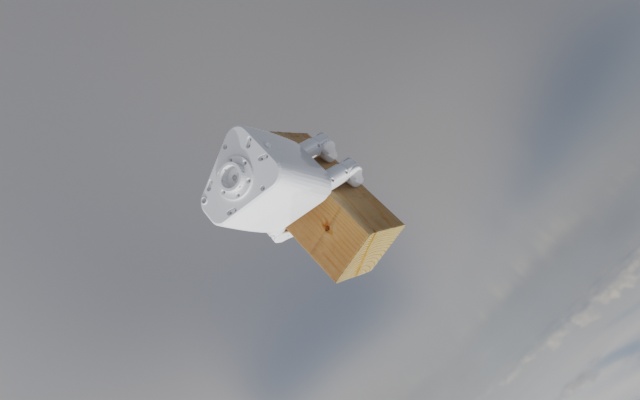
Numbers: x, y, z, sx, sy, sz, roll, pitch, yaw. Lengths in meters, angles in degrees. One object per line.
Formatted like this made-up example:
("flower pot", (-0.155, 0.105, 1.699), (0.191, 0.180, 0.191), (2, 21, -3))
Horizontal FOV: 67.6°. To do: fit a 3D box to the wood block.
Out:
("wood block", (0.000, 0.003, 0.656), (0.206, 0.091, 0.090), (46, 30, 25))
